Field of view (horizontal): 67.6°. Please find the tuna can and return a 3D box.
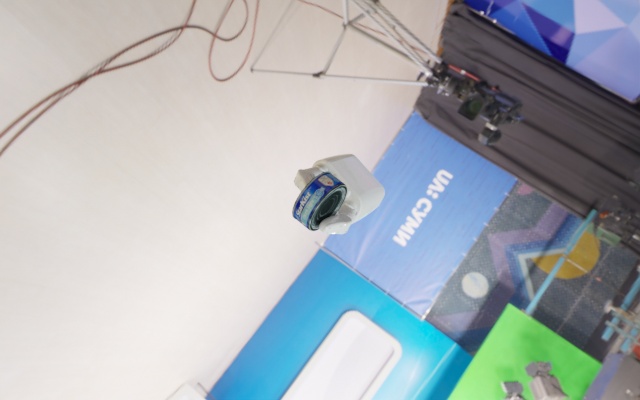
[{"bbox_3d":[0.000,0.003,0.692,0.033,0.086,0.086,38,15,20],"label":"tuna can"}]
